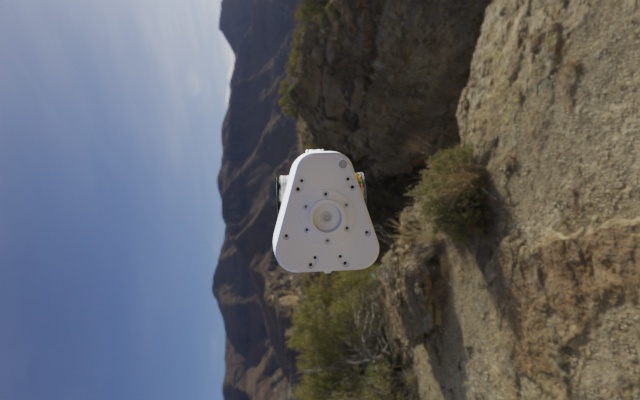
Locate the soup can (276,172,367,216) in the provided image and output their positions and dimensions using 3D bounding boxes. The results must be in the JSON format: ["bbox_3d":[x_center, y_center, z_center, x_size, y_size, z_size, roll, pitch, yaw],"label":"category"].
[{"bbox_3d":[0.000,0.002,0.569,0.102,0.068,0.068,-2,0,-3],"label":"soup can"}]
